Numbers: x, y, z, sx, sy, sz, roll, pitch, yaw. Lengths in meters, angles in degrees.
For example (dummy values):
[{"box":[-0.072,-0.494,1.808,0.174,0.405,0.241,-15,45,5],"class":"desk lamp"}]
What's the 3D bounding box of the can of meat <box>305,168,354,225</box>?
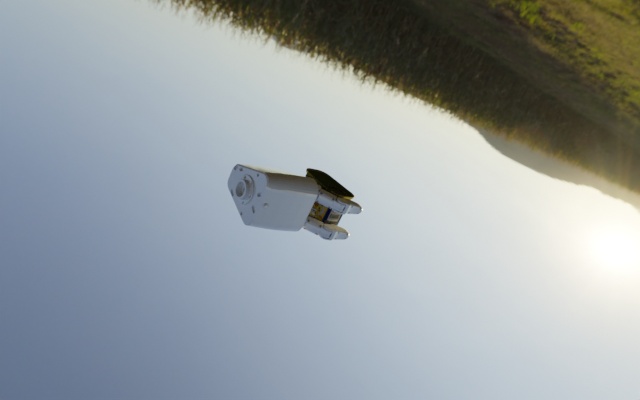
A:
[{"box":[0.000,0.003,0.865,0.057,0.084,0.102,6,26,-47],"class":"can of meat"}]
